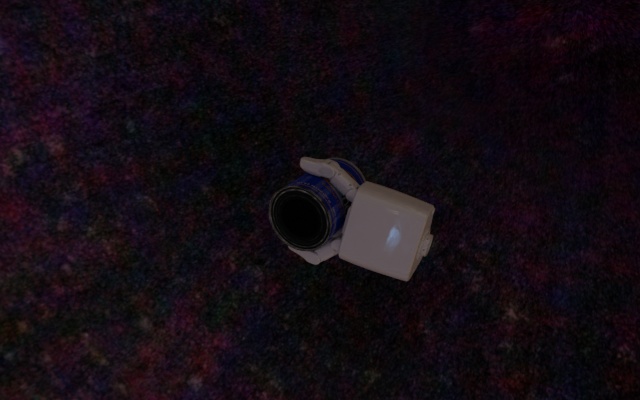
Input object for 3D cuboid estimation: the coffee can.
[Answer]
[{"bbox_3d":[0.000,0.002,0.737,0.103,0.103,0.140,0,21,28],"label":"coffee can"}]
